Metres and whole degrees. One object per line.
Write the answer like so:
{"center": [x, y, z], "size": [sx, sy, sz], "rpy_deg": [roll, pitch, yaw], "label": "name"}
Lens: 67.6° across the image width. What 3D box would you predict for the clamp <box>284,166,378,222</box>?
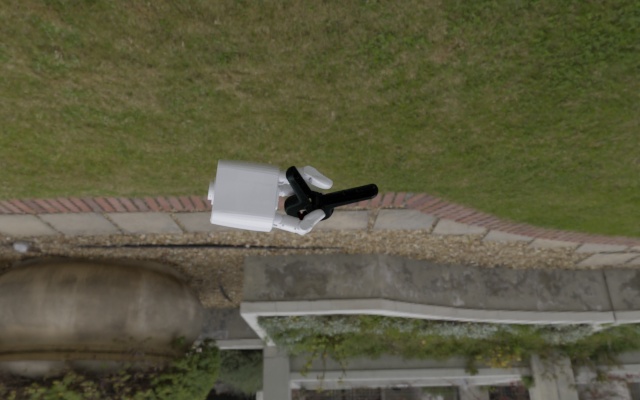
{"center": [0.000, 0.004, 0.873], "size": [0.164, 0.036, 0.210], "rpy_deg": [10, -25, -12], "label": "clamp"}
